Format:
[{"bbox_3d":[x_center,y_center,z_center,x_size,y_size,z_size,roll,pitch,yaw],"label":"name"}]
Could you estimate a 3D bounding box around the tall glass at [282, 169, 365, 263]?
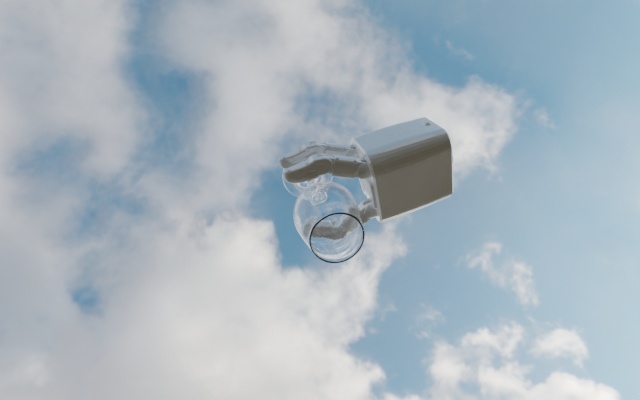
[{"bbox_3d":[0.000,0.002,0.603,0.079,0.079,0.201,0,23,-11],"label":"tall glass"}]
